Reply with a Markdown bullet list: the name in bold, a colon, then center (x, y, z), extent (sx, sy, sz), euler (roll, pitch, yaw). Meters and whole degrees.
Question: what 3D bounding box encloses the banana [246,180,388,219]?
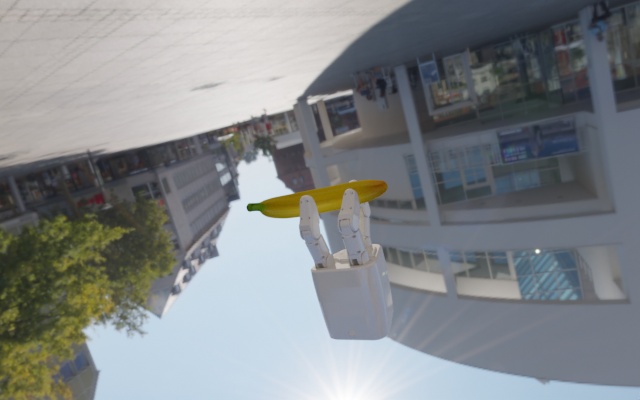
- **banana**: center (-0.001, 0.001, 0.686), extent (0.198, 0.037, 0.069), euler (-11, 4, 6)
